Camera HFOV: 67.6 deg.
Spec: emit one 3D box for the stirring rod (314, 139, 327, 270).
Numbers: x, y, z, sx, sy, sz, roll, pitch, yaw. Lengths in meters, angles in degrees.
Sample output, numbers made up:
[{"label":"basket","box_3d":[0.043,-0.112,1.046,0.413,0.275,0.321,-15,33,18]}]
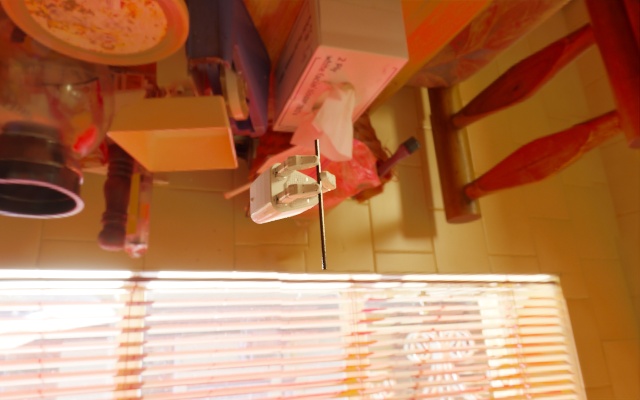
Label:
[{"label":"stirring rod","box_3d":[0.000,0.003,0.849,0.011,0.239,0.011,-3,-17,-1]}]
